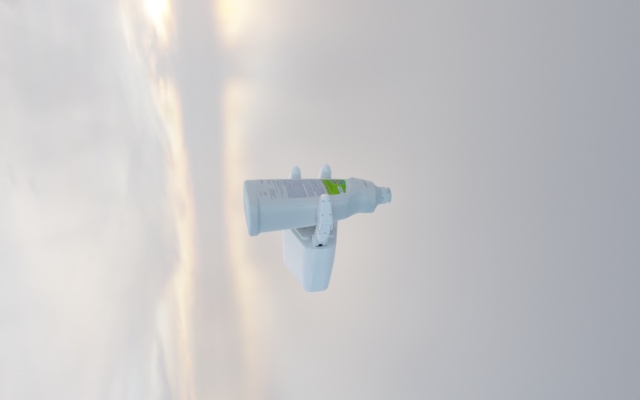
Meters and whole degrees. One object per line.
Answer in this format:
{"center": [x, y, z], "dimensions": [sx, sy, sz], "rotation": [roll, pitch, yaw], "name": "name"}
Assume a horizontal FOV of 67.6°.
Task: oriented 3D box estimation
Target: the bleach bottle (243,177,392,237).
{"center": [0.000, 0.003, 0.804], "dimensions": [0.251, 0.068, 0.102], "rotation": [-4, 35, -13], "name": "bleach bottle"}
